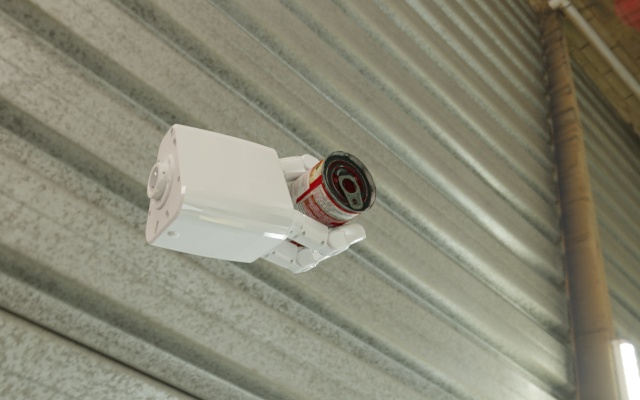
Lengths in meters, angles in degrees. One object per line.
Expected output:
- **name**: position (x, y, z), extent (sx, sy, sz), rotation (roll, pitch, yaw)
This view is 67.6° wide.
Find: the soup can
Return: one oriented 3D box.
- **soup can**: position (0.000, 0.002, 0.506), extent (0.068, 0.068, 0.102), rotation (0, -25, -40)
